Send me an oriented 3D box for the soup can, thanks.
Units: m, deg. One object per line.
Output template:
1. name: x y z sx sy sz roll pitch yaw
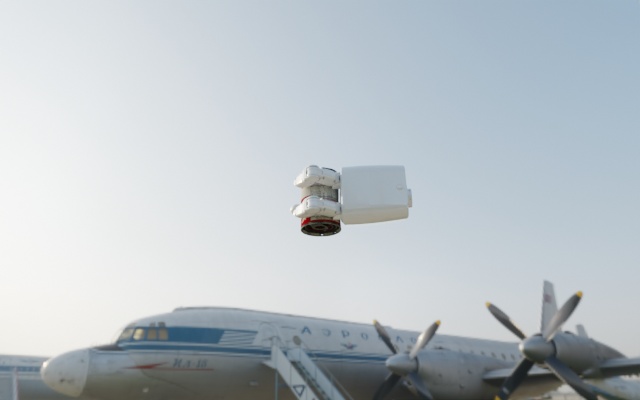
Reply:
1. soup can: 0.000 0.002 0.811 0.068 0.102 0.068 -1 -22 0
